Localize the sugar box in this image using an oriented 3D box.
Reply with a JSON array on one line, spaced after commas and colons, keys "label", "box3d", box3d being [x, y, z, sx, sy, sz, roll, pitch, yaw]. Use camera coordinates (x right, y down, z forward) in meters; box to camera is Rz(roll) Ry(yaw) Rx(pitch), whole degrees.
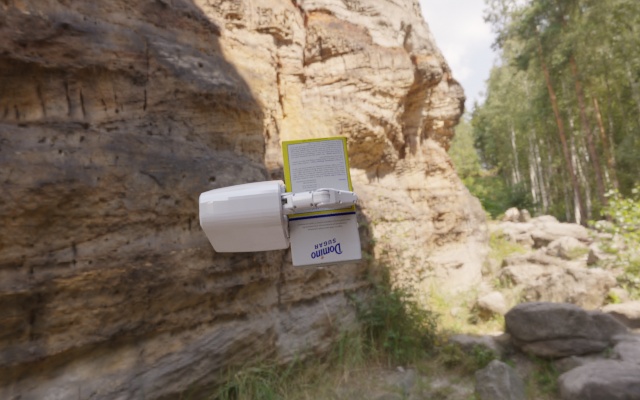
[{"label": "sugar box", "box3d": [0.000, 0.002, 0.659, 0.093, 0.176, 0.048, -5, -12, -1]}]
